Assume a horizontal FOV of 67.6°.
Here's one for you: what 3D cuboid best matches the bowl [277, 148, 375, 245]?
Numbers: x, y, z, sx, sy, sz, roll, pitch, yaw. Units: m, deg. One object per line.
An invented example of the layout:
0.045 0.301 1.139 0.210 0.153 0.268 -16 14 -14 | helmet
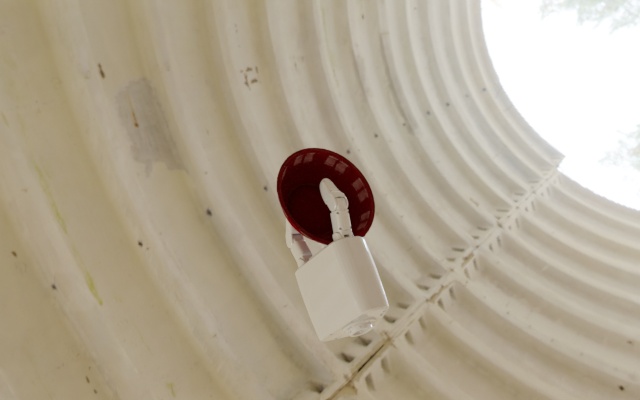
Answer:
0.000 0.001 0.722 0.162 0.162 0.055 0 -25 -29 | bowl
